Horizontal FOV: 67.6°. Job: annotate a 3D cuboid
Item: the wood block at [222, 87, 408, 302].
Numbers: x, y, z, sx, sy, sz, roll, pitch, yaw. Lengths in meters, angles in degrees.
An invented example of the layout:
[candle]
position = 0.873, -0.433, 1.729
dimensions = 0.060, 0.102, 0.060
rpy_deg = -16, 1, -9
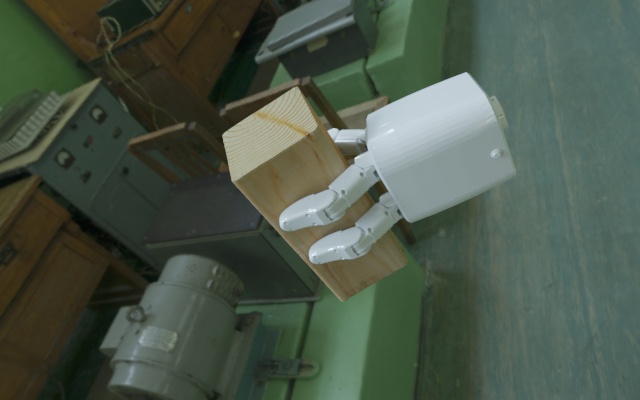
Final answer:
[wood block]
position = 0.000, 0.001, 0.493
dimensions = 0.090, 0.206, 0.090
rpy_deg = -32, 39, 7
